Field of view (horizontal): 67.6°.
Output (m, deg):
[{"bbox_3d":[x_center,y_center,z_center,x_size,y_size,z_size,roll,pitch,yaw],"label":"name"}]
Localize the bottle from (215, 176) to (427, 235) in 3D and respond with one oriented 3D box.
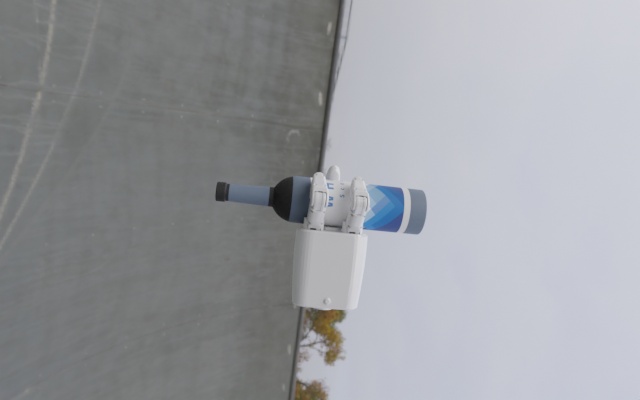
[{"bbox_3d":[0.000,0.002,0.685,0.296,0.069,0.069,6,-1,-7],"label":"bottle"}]
